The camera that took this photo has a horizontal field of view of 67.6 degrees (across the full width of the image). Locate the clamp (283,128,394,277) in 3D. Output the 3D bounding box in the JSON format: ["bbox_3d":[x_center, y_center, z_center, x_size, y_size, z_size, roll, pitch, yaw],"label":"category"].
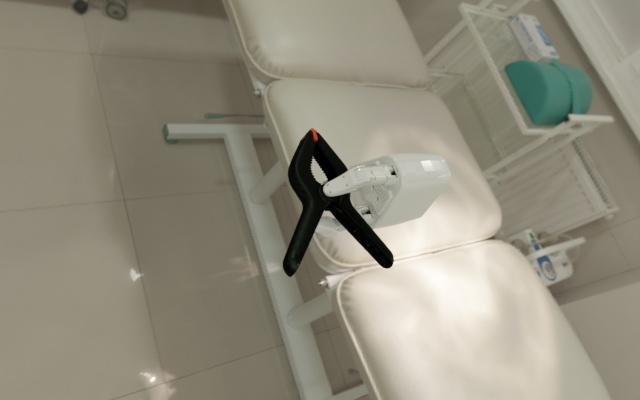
[{"bbox_3d":[0.001,0.001,0.622,0.164,0.210,0.036,-6,-22,-38],"label":"clamp"}]
